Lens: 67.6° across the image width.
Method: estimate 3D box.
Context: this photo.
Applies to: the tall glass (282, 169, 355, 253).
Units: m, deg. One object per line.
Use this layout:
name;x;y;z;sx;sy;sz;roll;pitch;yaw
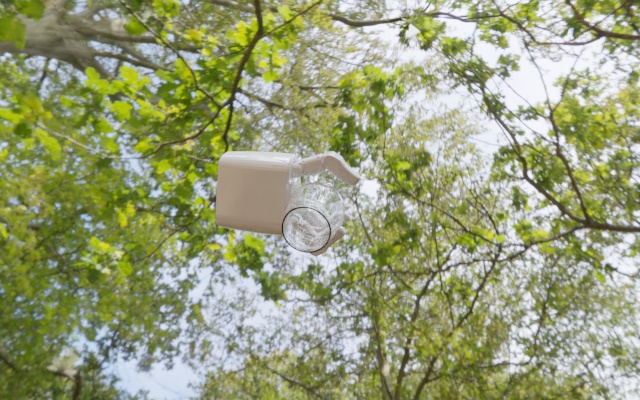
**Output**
tall glass;0.000;0.002;0.670;0.079;0.079;0.201;0;20;11
